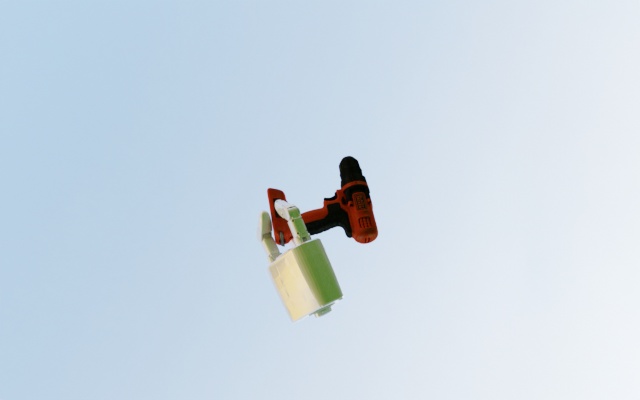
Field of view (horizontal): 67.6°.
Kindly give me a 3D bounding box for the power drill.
[{"bbox_3d":[0.000,0.003,0.868,0.187,0.184,0.057,-9,-35,-4],"label":"power drill"}]
